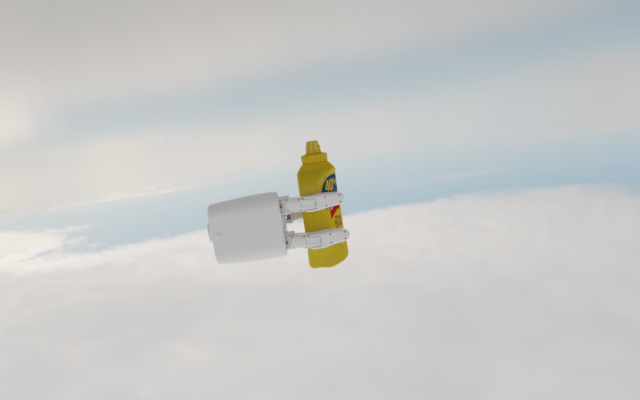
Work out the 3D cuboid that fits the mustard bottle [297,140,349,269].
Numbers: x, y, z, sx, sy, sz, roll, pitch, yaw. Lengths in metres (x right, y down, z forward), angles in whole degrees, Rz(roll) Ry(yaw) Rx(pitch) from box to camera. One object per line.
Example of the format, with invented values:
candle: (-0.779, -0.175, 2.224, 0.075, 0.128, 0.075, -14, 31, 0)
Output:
mustard bottle: (0.000, 0.003, 0.744, 0.058, 0.191, 0.096, -6, 8, 22)
